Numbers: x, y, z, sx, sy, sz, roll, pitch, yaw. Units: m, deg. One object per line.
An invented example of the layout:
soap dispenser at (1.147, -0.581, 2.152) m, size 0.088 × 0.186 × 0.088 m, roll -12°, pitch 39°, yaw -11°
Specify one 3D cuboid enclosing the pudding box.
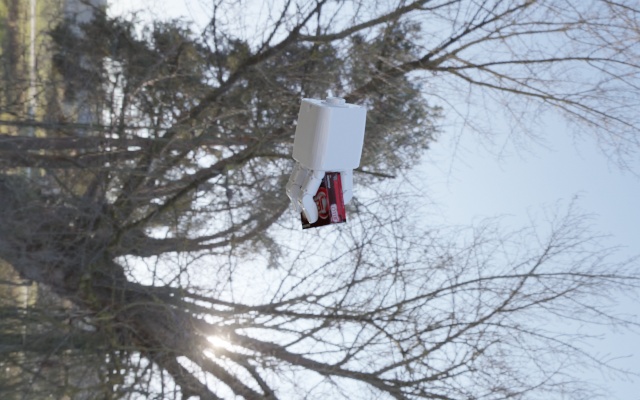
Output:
pudding box at (0.000, 0.003, 0.853) m, size 0.039 × 0.090 × 0.113 m, roll -3°, pitch -7°, yaw -27°
